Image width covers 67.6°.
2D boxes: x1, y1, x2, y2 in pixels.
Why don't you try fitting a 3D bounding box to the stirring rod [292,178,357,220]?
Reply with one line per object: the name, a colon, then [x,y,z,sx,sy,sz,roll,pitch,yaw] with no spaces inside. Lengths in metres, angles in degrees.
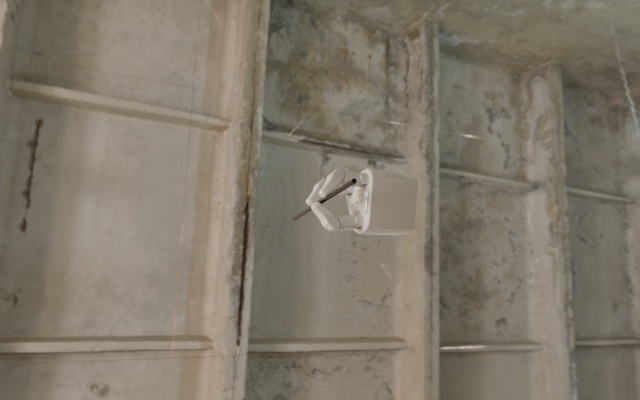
stirring rod: [0.000,0.003,0.823,0.011,0.011,0.239,0,-16,-26]
